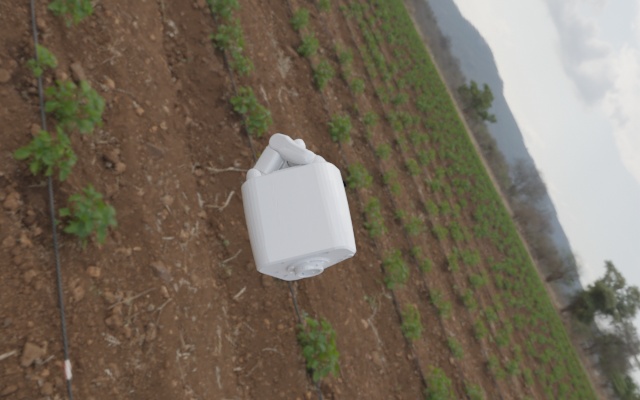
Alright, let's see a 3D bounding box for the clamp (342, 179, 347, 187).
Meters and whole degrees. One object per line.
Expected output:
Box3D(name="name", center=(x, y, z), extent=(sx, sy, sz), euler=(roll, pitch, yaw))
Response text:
Box3D(name="clamp", center=(0.001, 0.002, 0.670), extent=(0.039, 0.120, 0.171), euler=(-19, -24, 22))
